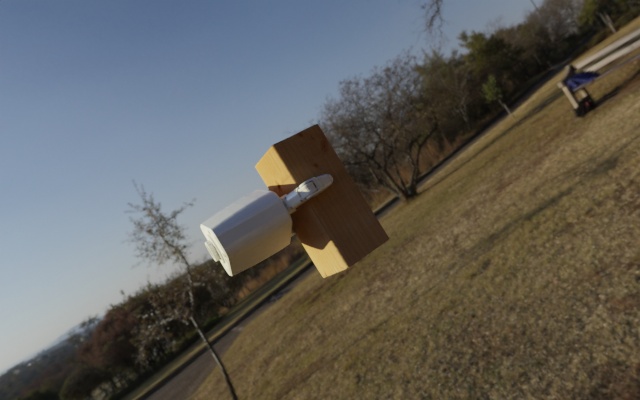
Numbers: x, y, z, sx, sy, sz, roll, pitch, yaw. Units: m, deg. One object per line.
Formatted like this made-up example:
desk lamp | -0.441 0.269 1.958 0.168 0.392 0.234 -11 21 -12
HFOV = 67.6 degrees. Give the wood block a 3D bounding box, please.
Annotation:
wood block | 0.000 0.002 0.732 0.090 0.206 0.091 -30 -3 -31
